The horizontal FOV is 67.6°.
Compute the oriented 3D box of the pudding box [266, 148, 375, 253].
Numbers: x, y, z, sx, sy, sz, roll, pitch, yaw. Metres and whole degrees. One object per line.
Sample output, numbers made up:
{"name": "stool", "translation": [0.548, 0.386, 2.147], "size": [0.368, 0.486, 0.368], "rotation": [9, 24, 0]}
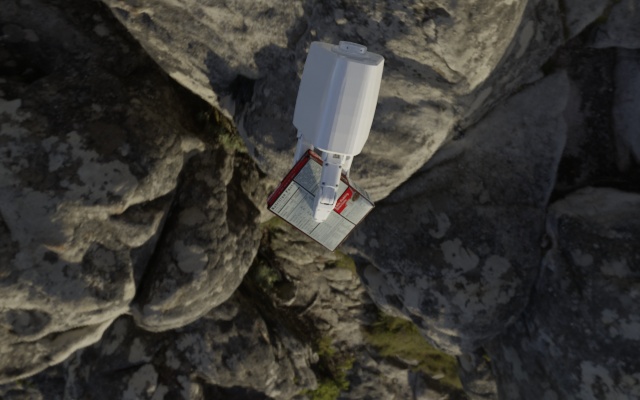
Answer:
{"name": "pudding box", "translation": [0.000, 0.002, 0.618], "size": [0.113, 0.090, 0.039], "rotation": [36, 16, -18]}
